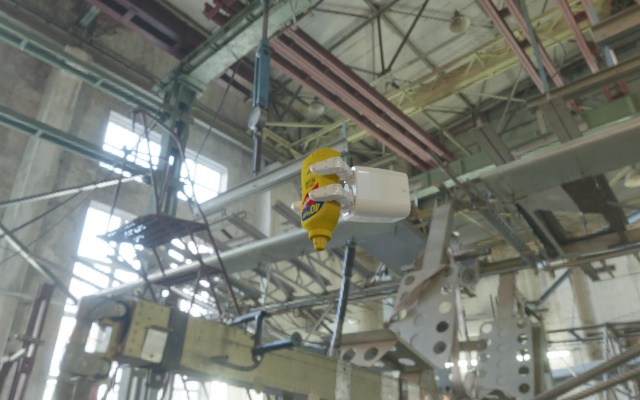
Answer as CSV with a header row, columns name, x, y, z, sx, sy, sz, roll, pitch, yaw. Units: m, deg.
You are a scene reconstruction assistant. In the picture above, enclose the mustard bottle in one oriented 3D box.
name,x,y,z,sx,sy,sz,roll,pitch,yaw
mustard bottle,0.000,0.003,0.895,0.058,0.191,0.096,18,-32,-31
